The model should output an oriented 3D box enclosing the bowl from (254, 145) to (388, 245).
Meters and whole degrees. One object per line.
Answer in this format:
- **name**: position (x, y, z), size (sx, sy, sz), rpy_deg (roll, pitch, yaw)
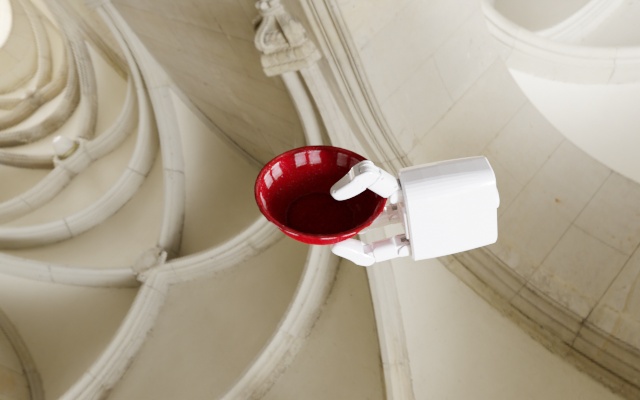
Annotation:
- **bowl**: position (-0.001, 0.002, 0.595), size (0.162, 0.162, 0.055), rpy_deg (0, -44, -2)
